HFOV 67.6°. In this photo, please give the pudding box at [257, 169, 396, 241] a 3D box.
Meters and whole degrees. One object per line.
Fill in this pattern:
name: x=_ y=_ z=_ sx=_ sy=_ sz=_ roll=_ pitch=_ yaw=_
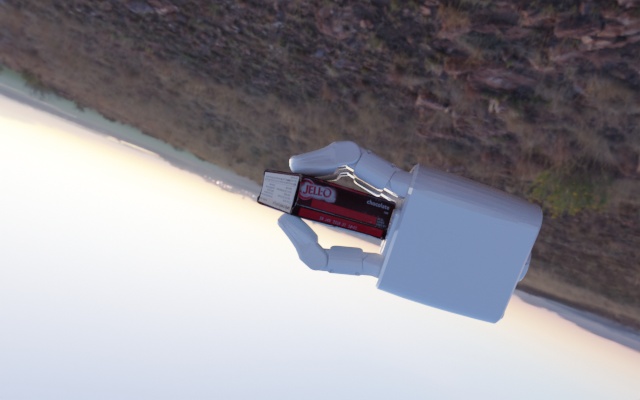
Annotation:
pudding box: x=0.000 y=0.002 z=0.432 sx=0.090 sy=0.039 sz=0.113 roll=17 pitch=-3 yaw=-22
